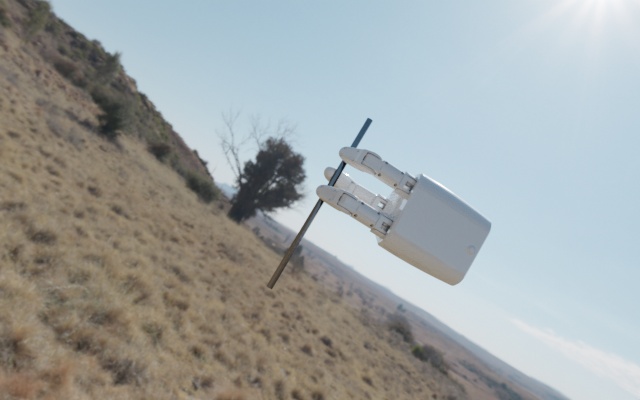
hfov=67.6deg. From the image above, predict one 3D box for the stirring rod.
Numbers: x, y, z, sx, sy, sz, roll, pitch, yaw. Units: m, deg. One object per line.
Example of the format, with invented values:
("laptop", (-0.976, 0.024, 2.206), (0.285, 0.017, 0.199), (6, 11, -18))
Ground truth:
("stirring rod", (0.000, 0.002, 0.583), (0.011, 0.239, 0.011), (31, -5, 3))
